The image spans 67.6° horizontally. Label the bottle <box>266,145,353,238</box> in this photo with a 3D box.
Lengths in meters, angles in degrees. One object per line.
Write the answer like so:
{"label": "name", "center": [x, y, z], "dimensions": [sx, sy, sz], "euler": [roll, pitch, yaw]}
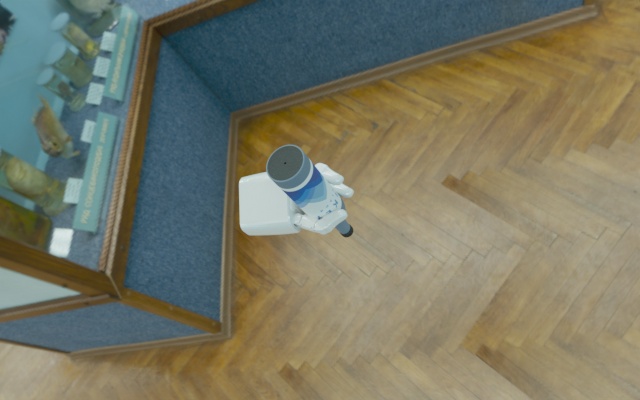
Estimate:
{"label": "bottle", "center": [0.000, 0.003, 0.860], "dimensions": [0.069, 0.069, 0.296], "euler": [0, -24, 24]}
